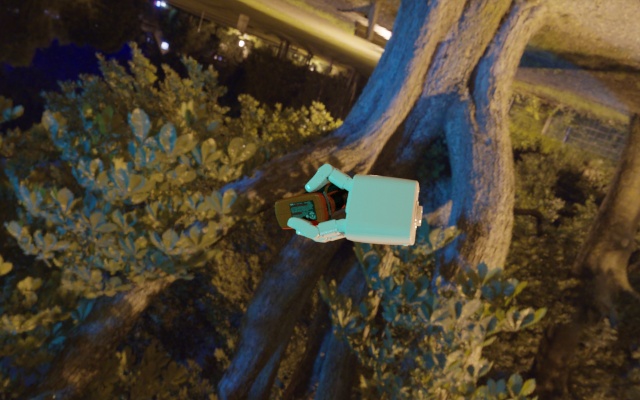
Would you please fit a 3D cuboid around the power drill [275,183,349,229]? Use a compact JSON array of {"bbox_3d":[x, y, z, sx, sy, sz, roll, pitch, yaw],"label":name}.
[{"bbox_3d":[0.000,0.003,0.890,0.184,0.057,0.187,-11,7,34],"label":"power drill"}]
